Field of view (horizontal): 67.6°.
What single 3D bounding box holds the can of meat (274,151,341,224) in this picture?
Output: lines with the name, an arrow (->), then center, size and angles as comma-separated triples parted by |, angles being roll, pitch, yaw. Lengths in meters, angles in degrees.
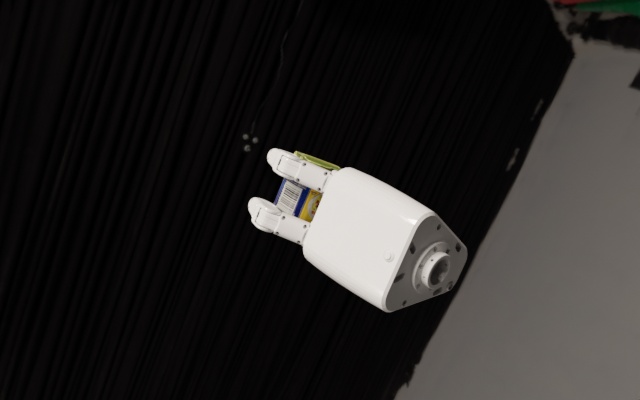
can of meat -> 0.000, 0.001, 0.520 | 0.102, 0.084, 0.057 | 16, 11, -42
